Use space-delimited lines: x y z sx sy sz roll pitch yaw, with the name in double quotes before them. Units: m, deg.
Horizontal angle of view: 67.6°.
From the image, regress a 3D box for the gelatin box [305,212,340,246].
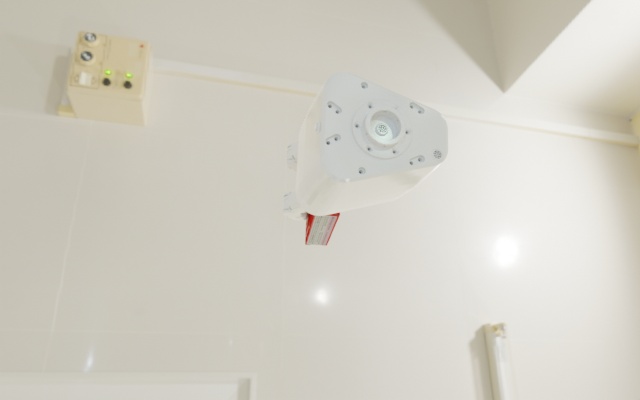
"gelatin box" 0.000 0.002 0.546 0.030 0.073 0.089 3 -27 -7
